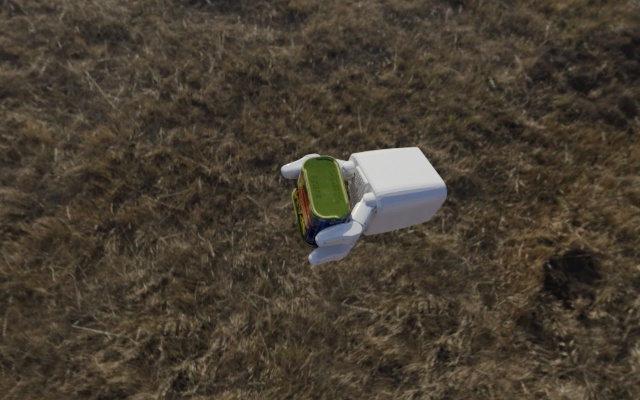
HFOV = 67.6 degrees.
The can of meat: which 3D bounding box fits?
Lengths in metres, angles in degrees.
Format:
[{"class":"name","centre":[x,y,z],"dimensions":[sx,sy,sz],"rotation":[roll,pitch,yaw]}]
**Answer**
[{"class":"can of meat","centre":[0.000,0.002,0.648],"dimensions":[0.057,0.102,0.084],"rotation":[-5,-28,-15]}]
